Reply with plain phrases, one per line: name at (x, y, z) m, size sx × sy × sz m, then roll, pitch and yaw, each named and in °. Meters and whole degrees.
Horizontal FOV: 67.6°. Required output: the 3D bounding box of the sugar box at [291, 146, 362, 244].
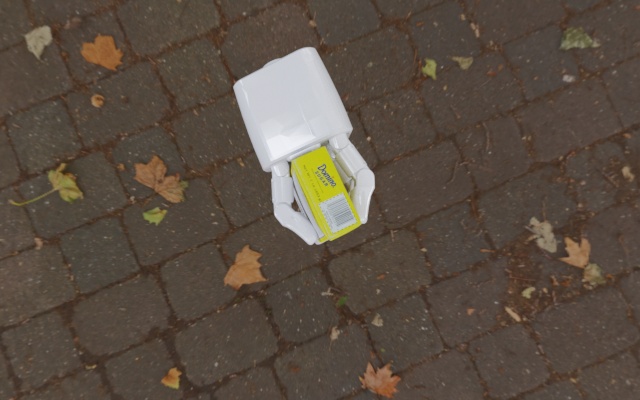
sugar box at (0.001, 0.002, 0.572) m, size 0.048 × 0.093 × 0.176 m, roll -24°, pitch -4°, yaw -4°
